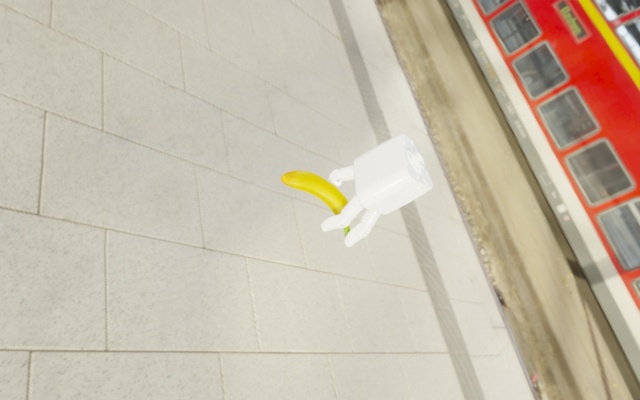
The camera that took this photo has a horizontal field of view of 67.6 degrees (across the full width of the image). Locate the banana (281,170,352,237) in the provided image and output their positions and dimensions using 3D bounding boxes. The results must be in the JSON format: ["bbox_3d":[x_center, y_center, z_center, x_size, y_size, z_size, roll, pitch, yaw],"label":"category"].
[{"bbox_3d":[0.004,-0.009,0.899,0.037,0.069,0.198,-28,-53,32],"label":"banana"}]
